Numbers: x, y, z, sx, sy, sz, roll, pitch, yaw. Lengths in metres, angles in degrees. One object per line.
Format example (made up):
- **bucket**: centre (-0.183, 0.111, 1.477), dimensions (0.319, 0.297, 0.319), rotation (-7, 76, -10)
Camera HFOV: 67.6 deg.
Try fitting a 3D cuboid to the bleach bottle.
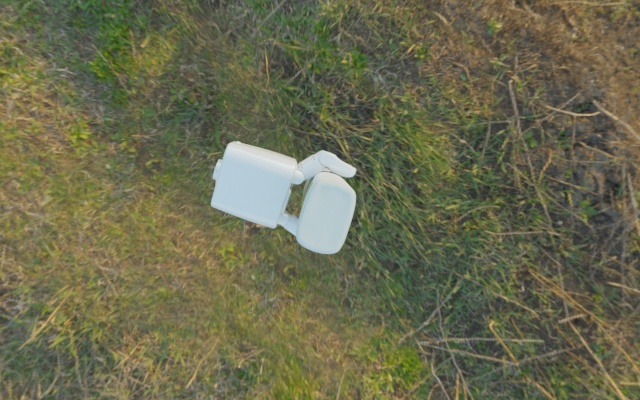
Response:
- **bleach bottle**: centre (0.000, 0.002, 0.751), dimensions (0.068, 0.102, 0.251), rotation (18, 7, -7)
